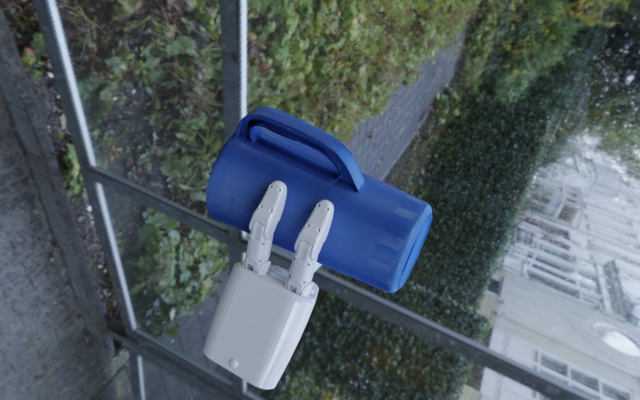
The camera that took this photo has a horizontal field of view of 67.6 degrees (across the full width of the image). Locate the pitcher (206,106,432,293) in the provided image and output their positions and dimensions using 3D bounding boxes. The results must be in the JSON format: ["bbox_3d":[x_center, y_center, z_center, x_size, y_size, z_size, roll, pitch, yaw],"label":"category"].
[{"bbox_3d":[0.000,0.002,0.552,0.243,0.145,0.149,23,0,18],"label":"pitcher"}]
